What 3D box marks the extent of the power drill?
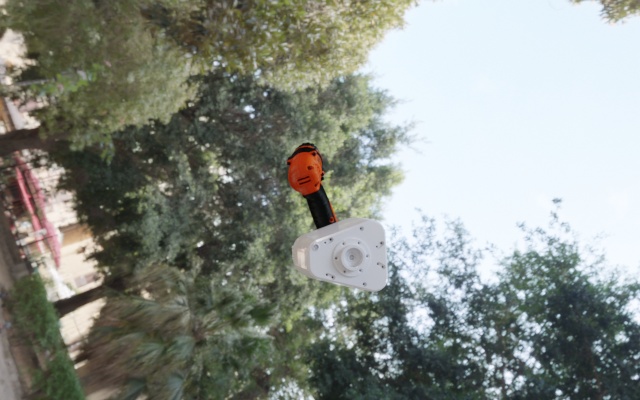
[{"bbox_3d":[0.000,0.003,0.775,0.057,0.188,0.184,-21,17,9],"label":"power drill"}]
